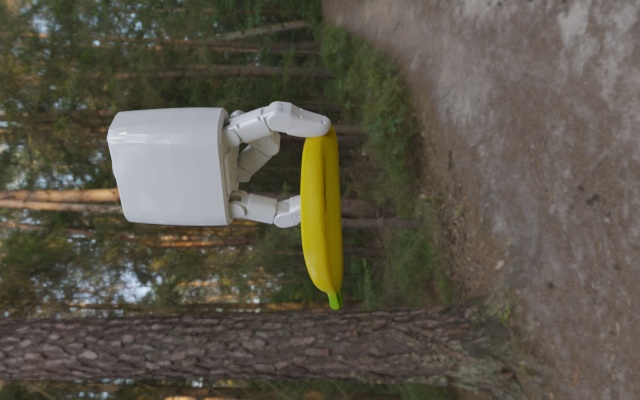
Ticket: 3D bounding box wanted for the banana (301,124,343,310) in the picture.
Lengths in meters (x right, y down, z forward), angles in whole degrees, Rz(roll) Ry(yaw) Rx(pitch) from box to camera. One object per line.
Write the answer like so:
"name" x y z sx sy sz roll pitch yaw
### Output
"banana" 0.000 -0.002 0.448 0.037 0.197 0.070 -2 -21 0
